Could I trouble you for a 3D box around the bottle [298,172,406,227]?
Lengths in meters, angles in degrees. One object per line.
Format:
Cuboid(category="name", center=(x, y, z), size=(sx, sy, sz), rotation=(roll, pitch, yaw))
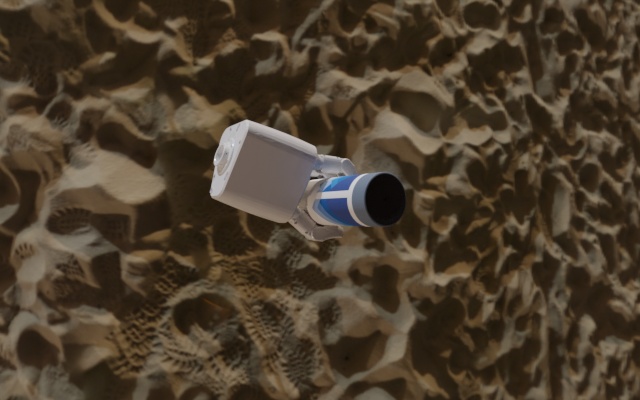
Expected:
Cuboid(category="bottle", center=(0.000, 0.002, 0.695), size=(0.069, 0.069, 0.296), rotation=(0, -1, -32))
